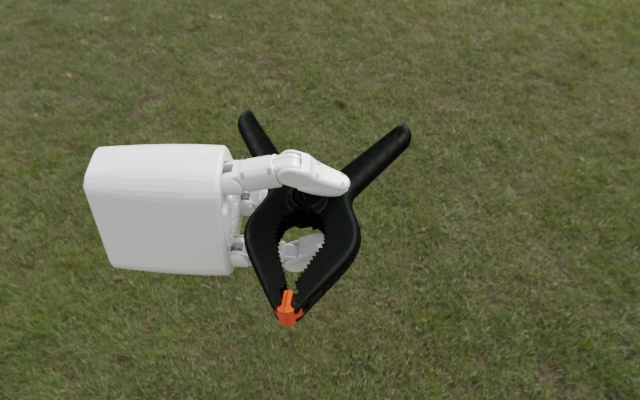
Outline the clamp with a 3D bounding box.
[{"bbox_3d":[0.000,0.001,0.404,0.164,0.209,0.036,0,-35,3],"label":"clamp"}]
